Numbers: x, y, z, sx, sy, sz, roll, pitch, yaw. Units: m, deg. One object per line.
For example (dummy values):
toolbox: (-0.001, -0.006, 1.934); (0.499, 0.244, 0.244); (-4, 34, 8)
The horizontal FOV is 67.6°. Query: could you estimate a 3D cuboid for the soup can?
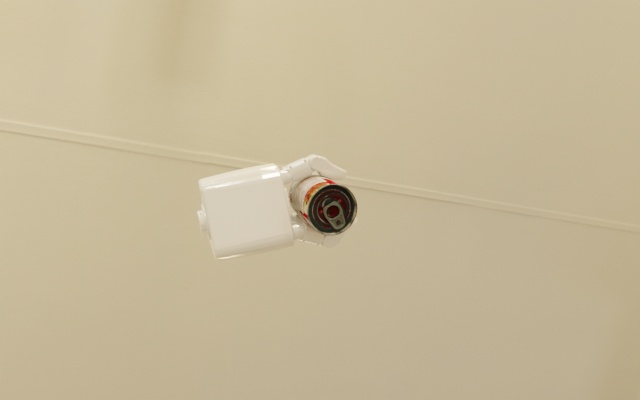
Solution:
soup can: (0.000, 0.002, 0.655); (0.068, 0.068, 0.102); (0, 12, -19)
